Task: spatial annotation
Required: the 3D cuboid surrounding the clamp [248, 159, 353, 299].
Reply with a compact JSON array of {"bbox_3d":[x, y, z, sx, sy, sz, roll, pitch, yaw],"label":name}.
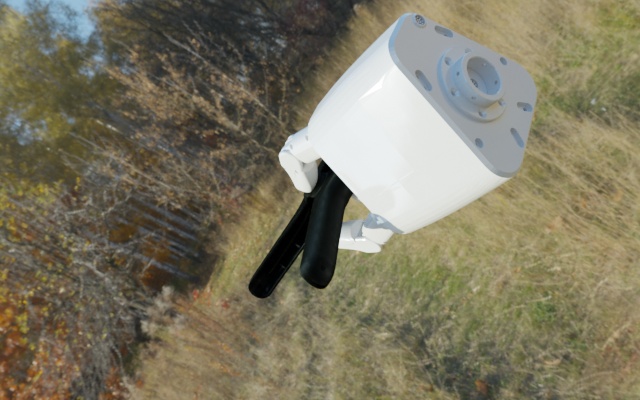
[{"bbox_3d":[0.000,0.001,0.451,0.036,0.210,0.164,33,-31,-14],"label":"clamp"}]
